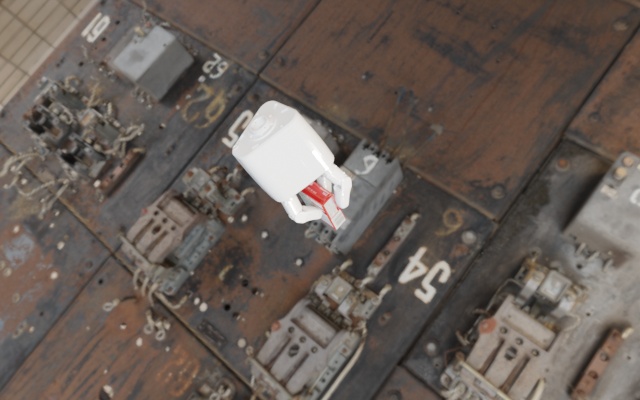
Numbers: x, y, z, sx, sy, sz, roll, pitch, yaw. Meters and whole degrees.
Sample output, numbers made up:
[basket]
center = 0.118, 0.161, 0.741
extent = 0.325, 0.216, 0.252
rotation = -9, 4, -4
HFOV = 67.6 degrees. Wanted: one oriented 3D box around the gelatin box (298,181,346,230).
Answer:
[gelatin box]
center = 0.000, 0.003, 0.824
extent = 0.073, 0.030, 0.089
rotation = 35, -15, 34
